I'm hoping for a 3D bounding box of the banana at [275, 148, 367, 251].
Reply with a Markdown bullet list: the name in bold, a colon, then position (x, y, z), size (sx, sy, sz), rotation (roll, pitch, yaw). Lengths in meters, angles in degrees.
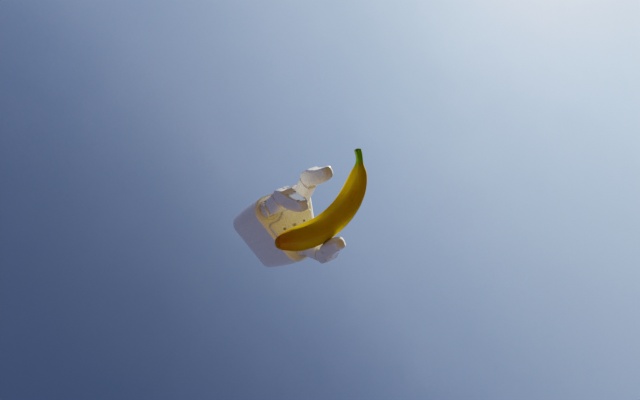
- **banana**: position (0.014, 0.014, 0.669), size (0.197, 0.070, 0.037), rotation (-50, 20, -29)
